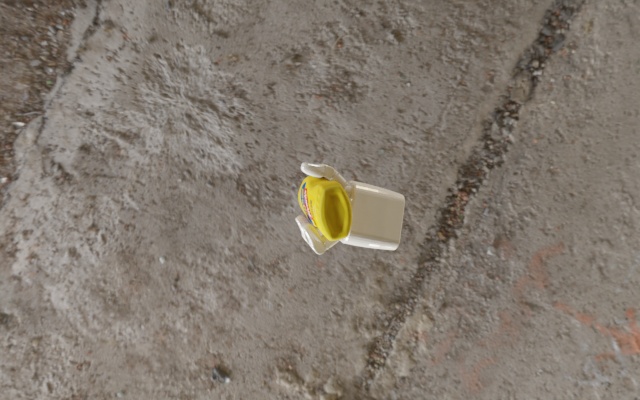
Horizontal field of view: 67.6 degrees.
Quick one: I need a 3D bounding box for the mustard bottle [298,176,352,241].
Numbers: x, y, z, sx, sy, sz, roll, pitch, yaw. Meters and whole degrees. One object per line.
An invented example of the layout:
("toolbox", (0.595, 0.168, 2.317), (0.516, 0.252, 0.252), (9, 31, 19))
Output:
("mustard bottle", (0.000, 0.003, 0.864), (0.058, 0.096, 0.191), (-13, 15, -13))
